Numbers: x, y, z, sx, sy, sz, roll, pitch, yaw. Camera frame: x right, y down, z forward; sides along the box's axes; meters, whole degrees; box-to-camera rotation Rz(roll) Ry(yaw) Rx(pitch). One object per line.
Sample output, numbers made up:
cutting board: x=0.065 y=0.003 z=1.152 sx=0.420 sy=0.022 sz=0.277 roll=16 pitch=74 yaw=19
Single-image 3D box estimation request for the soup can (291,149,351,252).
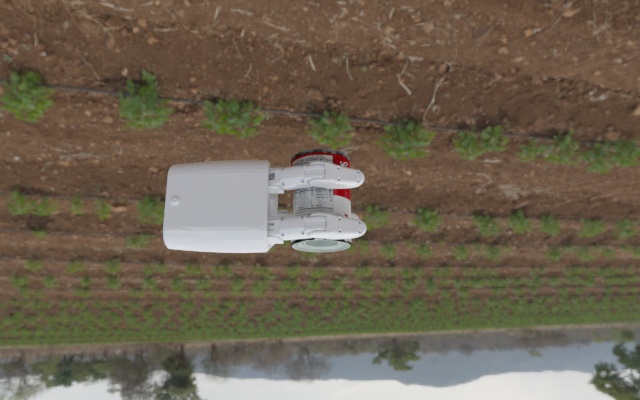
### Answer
soup can: x=0.001 y=0.002 z=0.535 sx=0.068 sy=0.102 sz=0.068 roll=0 pitch=-17 yaw=0
